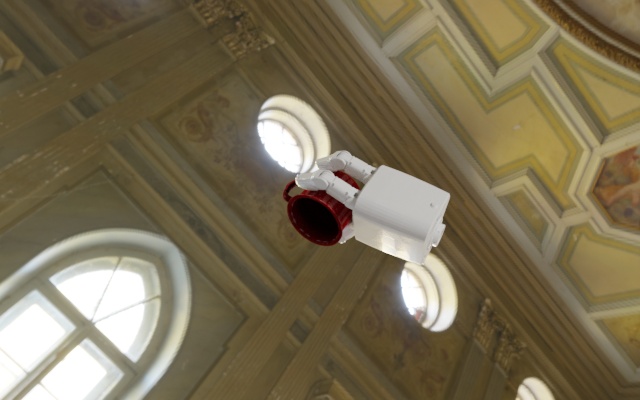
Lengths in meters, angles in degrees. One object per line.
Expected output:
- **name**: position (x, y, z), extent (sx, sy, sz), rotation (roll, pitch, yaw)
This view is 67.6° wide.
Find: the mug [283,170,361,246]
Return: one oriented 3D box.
- **mug**: position (-0.001, 0.002, 0.719), extent (0.117, 0.093, 0.081), rotation (25, 47, 18)
